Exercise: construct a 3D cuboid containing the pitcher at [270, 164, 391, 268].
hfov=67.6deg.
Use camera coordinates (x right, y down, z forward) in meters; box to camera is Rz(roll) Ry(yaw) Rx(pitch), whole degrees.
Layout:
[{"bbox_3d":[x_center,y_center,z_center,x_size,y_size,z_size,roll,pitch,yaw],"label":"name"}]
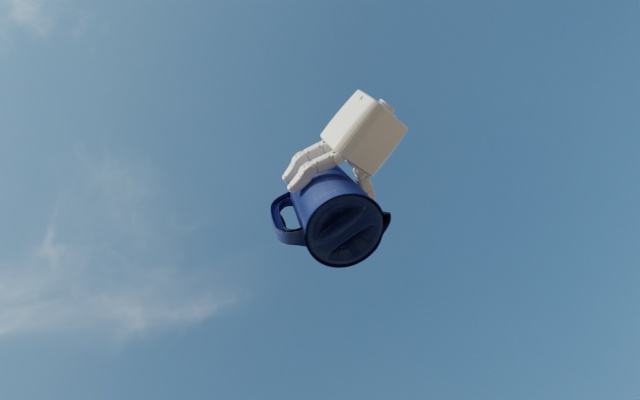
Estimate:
[{"bbox_3d":[0.000,0.003,0.843,0.149,0.145,0.242,33,12,-27],"label":"pitcher"}]
